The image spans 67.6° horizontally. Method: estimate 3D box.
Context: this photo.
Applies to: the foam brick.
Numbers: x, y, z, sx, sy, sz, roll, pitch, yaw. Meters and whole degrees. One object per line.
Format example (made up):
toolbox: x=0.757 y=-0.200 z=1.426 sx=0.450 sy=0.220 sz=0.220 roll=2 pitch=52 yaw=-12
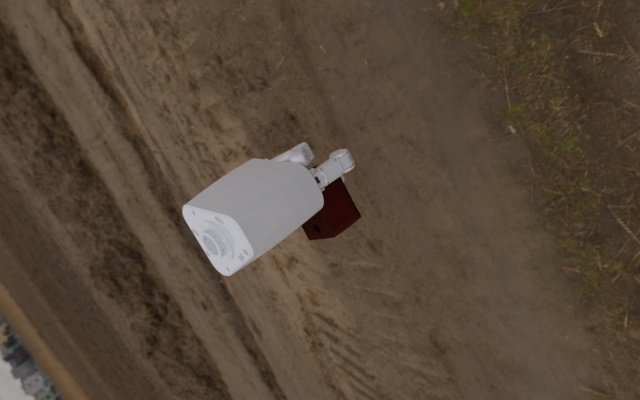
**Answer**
foam brick: x=0.000 y=0.002 z=0.569 sx=0.051 sy=0.078 sz=0.053 roll=-38 pitch=16 yaw=-36
